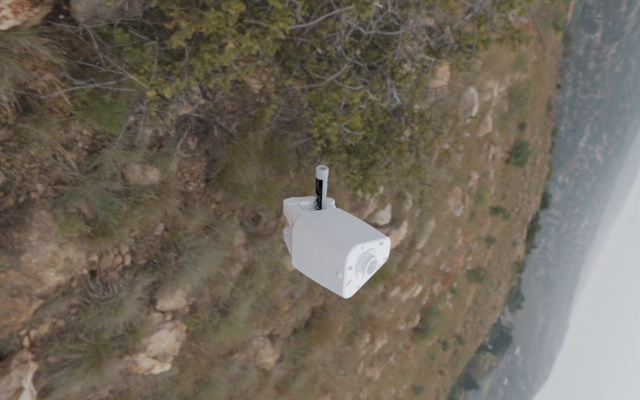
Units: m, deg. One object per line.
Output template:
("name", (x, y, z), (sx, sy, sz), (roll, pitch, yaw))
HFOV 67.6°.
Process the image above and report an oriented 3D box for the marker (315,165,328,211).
("marker", (0.000, 0.002, 0.754), (0.020, 0.121, 0.020), (2, 31, -1))
